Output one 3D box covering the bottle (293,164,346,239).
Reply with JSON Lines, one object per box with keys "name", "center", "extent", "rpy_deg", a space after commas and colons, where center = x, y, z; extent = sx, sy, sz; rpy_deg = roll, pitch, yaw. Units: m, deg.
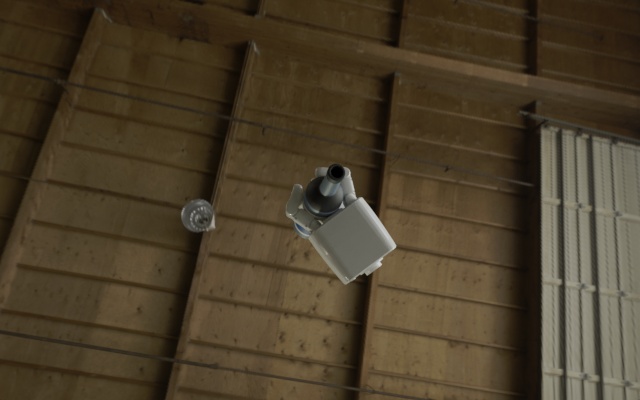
{"name": "bottle", "center": [0.000, 0.003, 0.845], "extent": [0.069, 0.069, 0.296], "rpy_deg": [0, -18, -10]}
